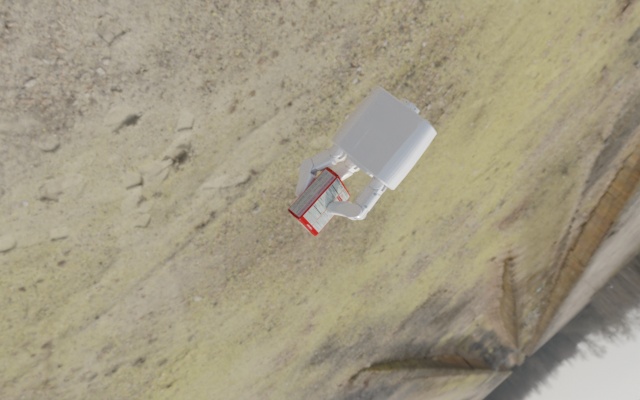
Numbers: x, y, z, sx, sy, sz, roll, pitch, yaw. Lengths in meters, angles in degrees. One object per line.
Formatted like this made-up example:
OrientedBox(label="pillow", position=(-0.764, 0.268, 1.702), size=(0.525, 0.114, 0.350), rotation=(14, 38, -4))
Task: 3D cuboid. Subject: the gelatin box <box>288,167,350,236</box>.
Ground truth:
OrientedBox(label="gelatin box", position=(0.000, 0.003, 0.725), size=(0.030, 0.089, 0.073), rotation=(38, -7, 30))
